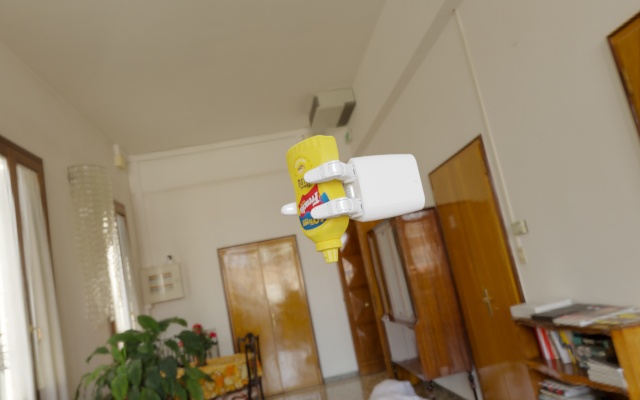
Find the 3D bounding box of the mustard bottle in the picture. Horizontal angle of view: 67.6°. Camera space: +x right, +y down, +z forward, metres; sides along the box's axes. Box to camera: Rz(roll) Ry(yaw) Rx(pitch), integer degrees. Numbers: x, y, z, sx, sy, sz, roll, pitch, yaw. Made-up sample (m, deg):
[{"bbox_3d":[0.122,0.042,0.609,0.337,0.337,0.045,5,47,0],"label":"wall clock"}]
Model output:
[{"bbox_3d":[0.000,0.002,0.747,0.058,0.191,0.096,-2,-13,-42],"label":"mustard bottle"}]
